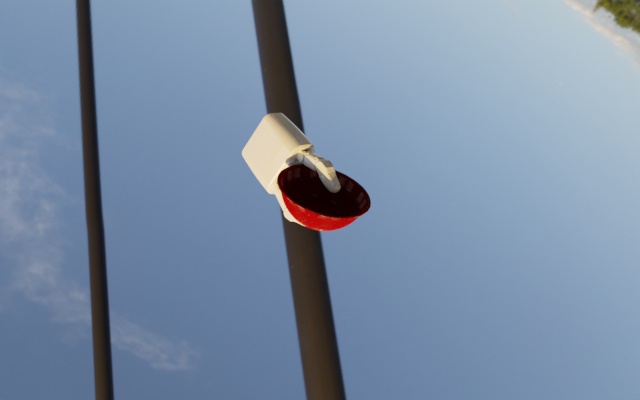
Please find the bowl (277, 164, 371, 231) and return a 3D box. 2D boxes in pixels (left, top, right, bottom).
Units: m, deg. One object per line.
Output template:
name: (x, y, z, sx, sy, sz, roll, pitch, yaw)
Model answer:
bowl: (0.001, 0.004, 0.803, 0.162, 0.055, 0.162, 13, 30, -8)
